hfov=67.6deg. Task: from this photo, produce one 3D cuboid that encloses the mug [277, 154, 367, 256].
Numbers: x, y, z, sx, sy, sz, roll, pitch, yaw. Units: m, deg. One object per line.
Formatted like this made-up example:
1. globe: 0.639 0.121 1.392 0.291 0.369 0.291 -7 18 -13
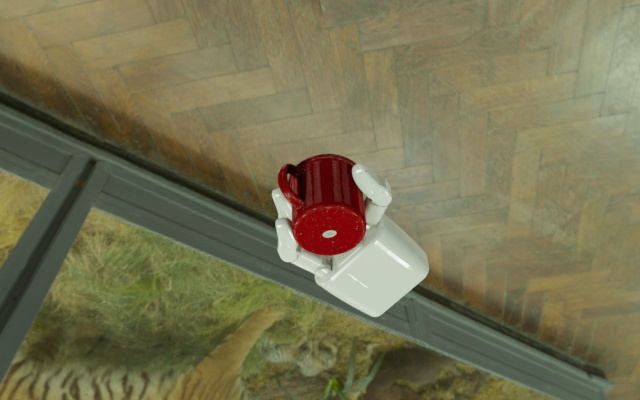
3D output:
1. mug: -0.001 0.001 0.535 0.093 0.081 0.117 -37 -56 27
